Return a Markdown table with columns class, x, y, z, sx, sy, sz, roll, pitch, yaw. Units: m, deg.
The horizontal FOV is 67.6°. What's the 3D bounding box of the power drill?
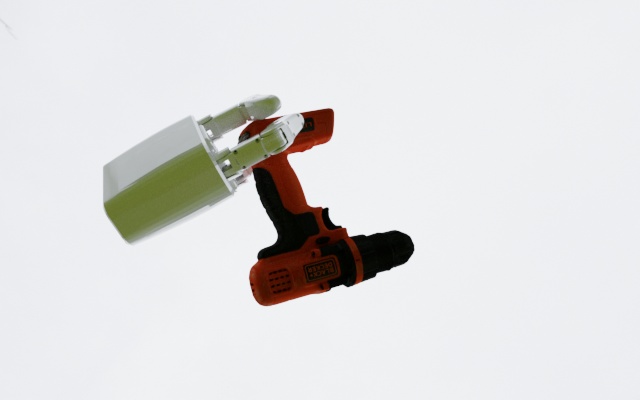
| class | x | y | z | sx | sy | sz | roll | pitch | yaw |
| --- | --- | --- | --- | --- | --- | --- | --- | --- | --- |
| power drill | 0.000 | 0.001 | 0.502 | 0.184 | 0.187 | 0.057 | -13 | -6 | -22 |
